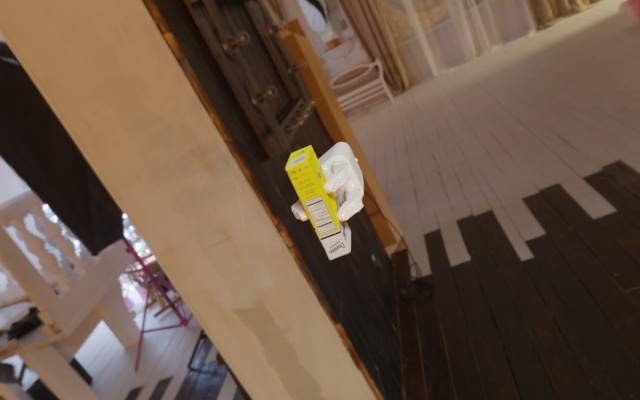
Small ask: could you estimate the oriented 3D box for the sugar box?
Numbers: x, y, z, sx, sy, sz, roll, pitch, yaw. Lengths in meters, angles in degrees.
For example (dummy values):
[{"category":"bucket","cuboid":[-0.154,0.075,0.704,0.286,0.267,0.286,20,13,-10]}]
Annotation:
[{"category":"sugar box","cuboid":[0.001,0.002,0.808,0.048,0.176,0.093,-24,19,13]}]
